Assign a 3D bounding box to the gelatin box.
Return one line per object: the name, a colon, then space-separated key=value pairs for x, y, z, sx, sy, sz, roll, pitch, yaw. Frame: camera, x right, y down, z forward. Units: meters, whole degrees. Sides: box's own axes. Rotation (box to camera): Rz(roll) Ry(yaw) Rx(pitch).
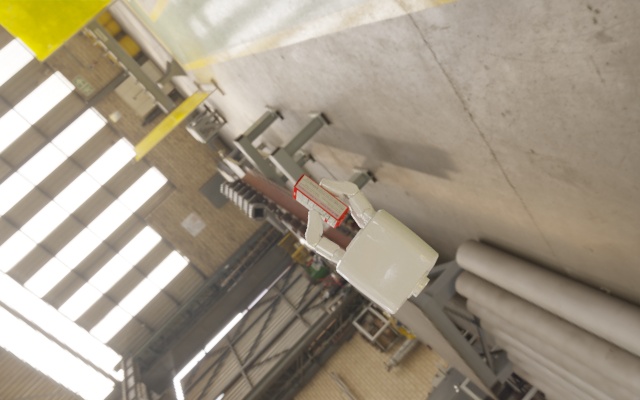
gelatin box: x=0.000 y=0.003 z=0.742 sx=0.089 sy=0.030 sz=0.073 roll=36 pitch=-11 yaw=4
